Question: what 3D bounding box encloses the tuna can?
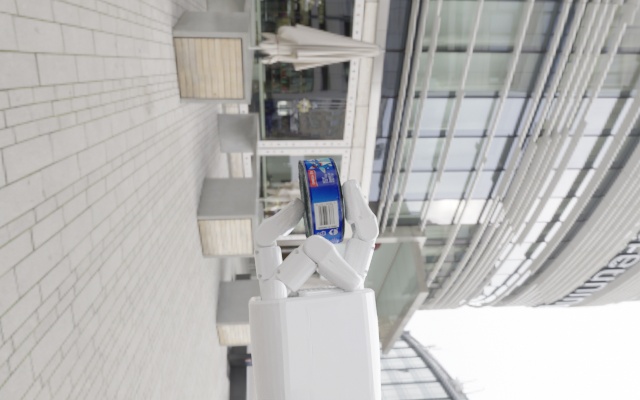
[{"bbox_3d":[0.001,0.001,0.466,0.034,0.086,0.086,-7,1,-6],"label":"tuna can"}]
